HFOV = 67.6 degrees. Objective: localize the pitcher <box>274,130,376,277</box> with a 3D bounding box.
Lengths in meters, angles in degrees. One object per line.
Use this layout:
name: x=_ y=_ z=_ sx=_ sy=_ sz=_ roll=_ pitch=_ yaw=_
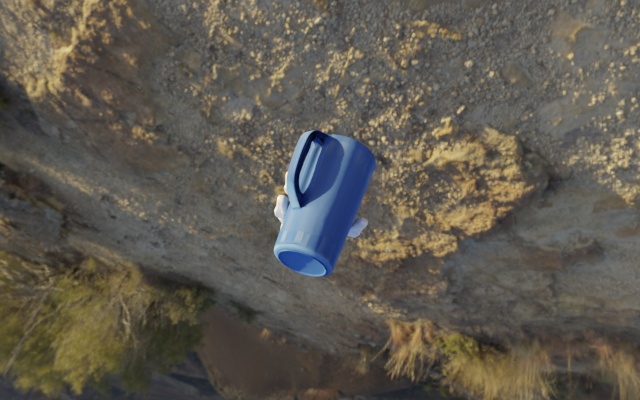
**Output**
pitcher: x=0.000 y=0.003 z=0.859 sx=0.149 sy=0.242 sz=0.145 roll=21 pitch=-30 yaw=1
